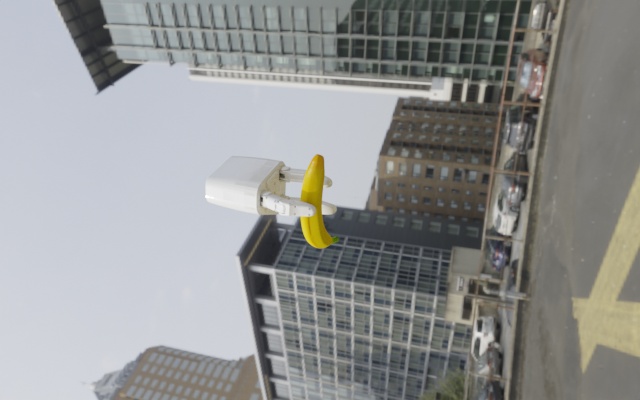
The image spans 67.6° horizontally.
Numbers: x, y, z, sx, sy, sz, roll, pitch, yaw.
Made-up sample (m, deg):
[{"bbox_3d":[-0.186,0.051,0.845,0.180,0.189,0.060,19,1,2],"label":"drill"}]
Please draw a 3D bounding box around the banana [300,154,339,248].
[{"bbox_3d":[-0.008,0.017,0.804,0.037,0.198,0.069,13,45,24],"label":"banana"}]
